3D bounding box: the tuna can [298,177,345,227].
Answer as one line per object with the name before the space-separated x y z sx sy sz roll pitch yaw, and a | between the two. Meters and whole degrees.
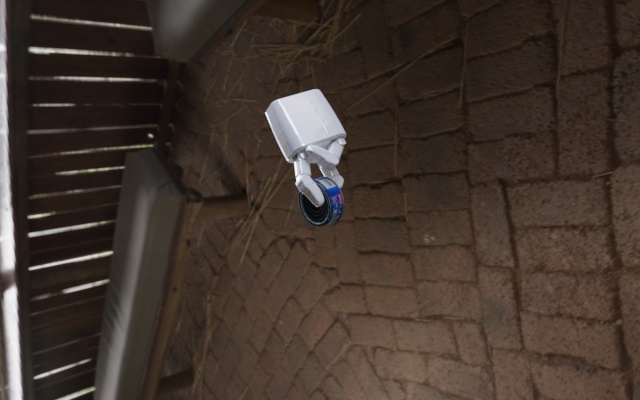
tuna can | 0.000 0.003 0.845 0.033 0.086 0.086 -17 12 -42
